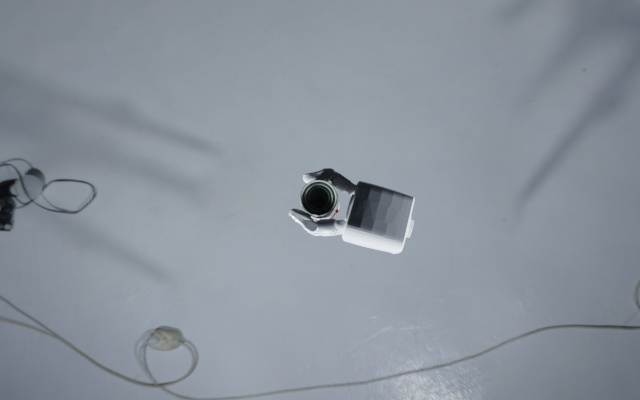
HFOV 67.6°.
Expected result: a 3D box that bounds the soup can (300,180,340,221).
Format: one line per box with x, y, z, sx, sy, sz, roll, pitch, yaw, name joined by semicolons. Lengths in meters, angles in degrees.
0.000;0.003;0.877;0.068;0.068;0.102;0;-8;4;soup can
